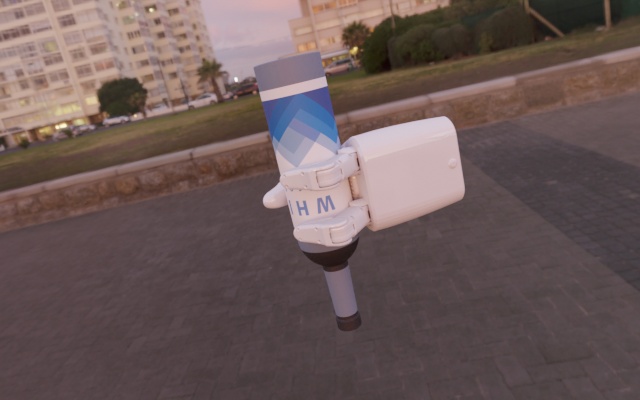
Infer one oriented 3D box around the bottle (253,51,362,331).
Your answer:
[{"bbox_3d":[0.000,0.001,0.500,0.069,0.296,0.069,-13,15,3],"label":"bottle"}]
